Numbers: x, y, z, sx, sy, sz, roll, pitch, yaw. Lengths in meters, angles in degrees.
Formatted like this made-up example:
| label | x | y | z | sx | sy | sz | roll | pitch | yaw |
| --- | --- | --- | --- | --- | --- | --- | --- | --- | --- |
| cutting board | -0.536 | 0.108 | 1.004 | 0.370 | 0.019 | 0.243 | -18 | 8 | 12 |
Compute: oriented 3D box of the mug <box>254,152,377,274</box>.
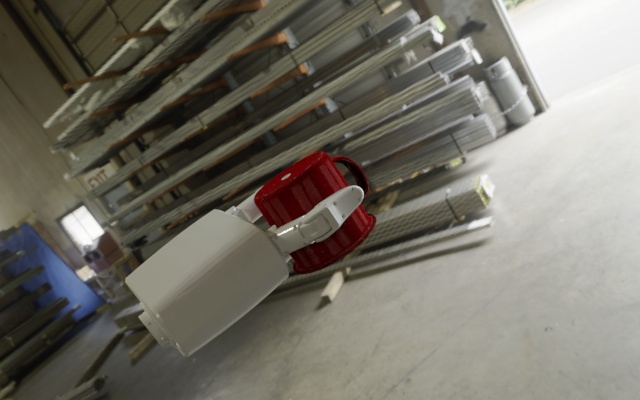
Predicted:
| label | x | y | z | sx | sy | sz | roll | pitch | yaw |
| --- | --- | --- | --- | --- | --- | --- | --- | --- | --- |
| mug | 0.001 | 0.000 | 0.451 | 0.117 | 0.081 | 0.093 | -40 | 14 | -27 |
